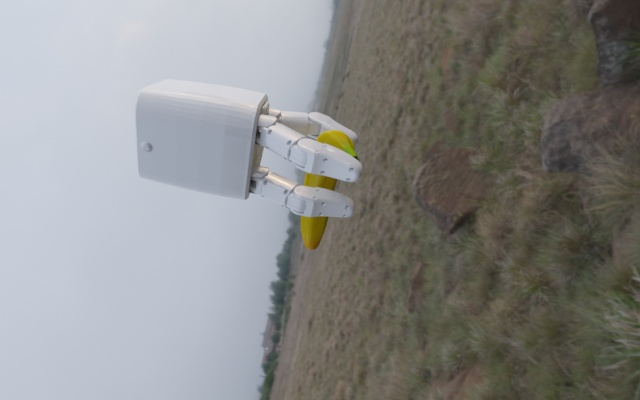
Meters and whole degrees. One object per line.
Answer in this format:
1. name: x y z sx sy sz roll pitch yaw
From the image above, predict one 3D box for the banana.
1. banana: 0.002 -0.016 0.510 0.037 0.069 0.198 8 -30 -7
